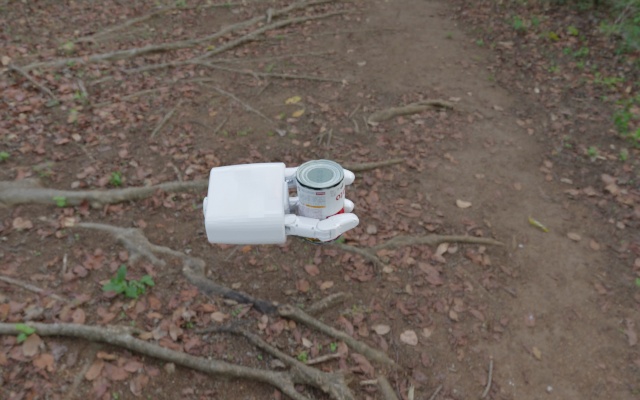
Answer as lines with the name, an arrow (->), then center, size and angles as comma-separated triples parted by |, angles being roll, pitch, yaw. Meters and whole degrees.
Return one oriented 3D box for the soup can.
soup can -> 0.001, 0.002, 0.669 | 0.068, 0.102, 0.068 | -1, 39, 1
